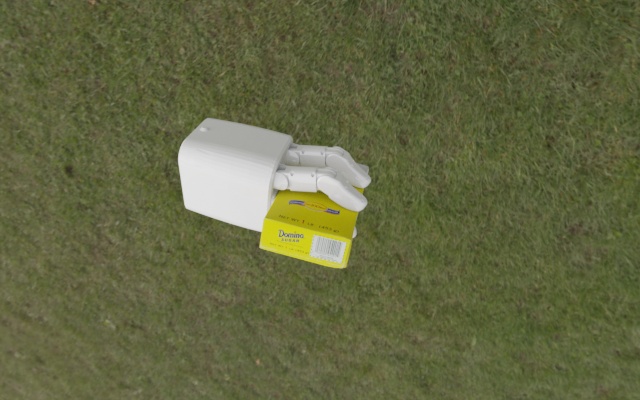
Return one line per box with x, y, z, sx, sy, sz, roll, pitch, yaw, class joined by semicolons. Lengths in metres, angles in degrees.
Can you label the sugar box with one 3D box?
0.000;0.001;0.553;0.093;0.048;0.176;15;33;3;sugar box
